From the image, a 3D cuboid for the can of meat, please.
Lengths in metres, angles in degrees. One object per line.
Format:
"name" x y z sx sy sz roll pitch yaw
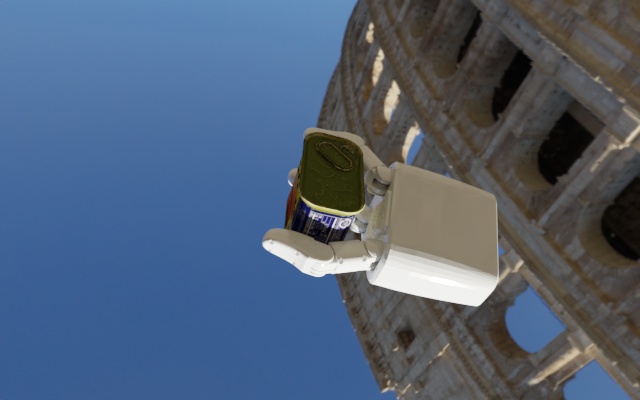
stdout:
"can of meat" 0.000 0.002 0.443 0.057 0.084 0.102 13 42 -9
